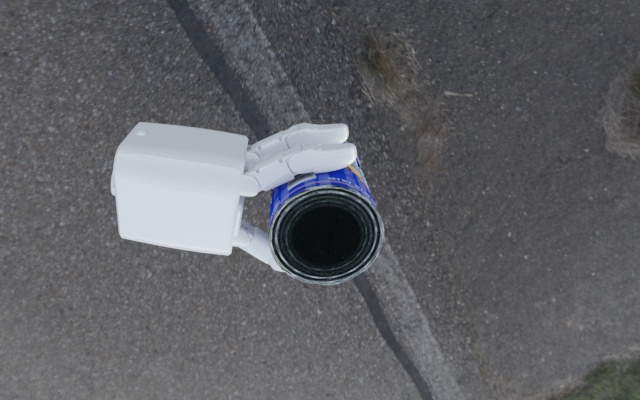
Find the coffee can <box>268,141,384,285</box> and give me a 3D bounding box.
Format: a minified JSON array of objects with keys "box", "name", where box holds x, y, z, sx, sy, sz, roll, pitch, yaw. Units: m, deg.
[{"box":[0.000,0.002,0.480,0.103,0.103,0.140,0,27,-5],"name":"coffee can"}]
